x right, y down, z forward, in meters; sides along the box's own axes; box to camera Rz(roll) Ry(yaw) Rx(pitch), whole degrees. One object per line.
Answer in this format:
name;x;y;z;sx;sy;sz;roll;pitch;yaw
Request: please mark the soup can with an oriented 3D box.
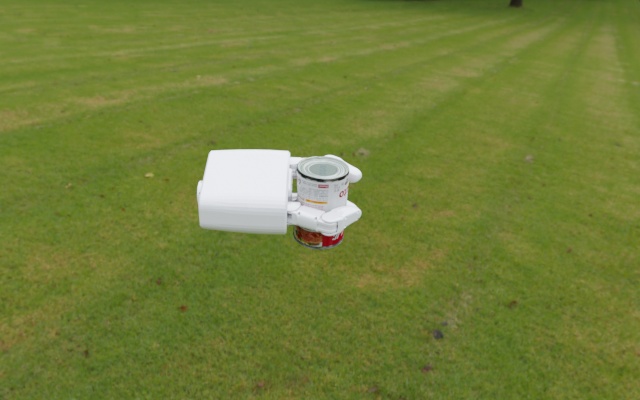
soup can;0.001;0.002;0.614;0.068;0.102;0.068;3;30;-2
